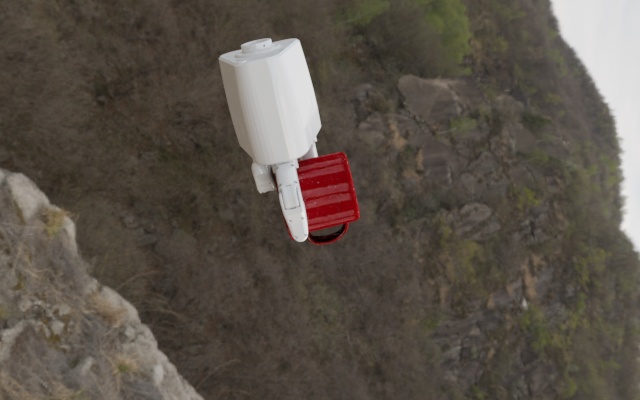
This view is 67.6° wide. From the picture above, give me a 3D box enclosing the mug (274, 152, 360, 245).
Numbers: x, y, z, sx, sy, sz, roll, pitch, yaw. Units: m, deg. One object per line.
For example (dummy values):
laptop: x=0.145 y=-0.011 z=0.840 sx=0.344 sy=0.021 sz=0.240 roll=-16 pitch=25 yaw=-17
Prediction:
mug: x=0.001 y=0.003 z=0.555 sx=0.081 sy=0.117 sz=0.093 roll=-13 pitch=29 yaw=2
